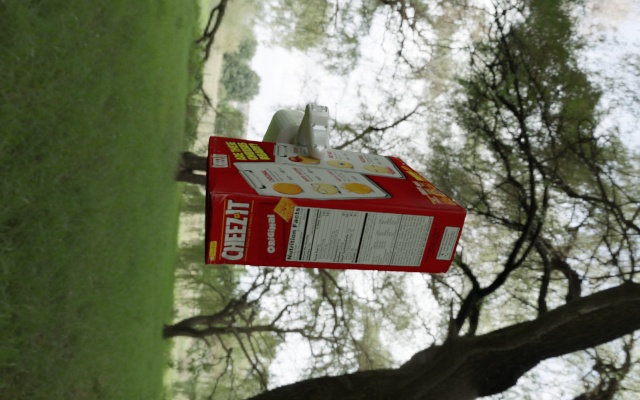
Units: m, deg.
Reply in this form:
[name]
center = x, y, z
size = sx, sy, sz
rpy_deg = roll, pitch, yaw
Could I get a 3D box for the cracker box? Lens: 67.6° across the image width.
[cracker box]
center = 0.000, 0.001, 0.454
size = 0.214, 0.072, 0.164
rpy_deg = 4, 21, -15
